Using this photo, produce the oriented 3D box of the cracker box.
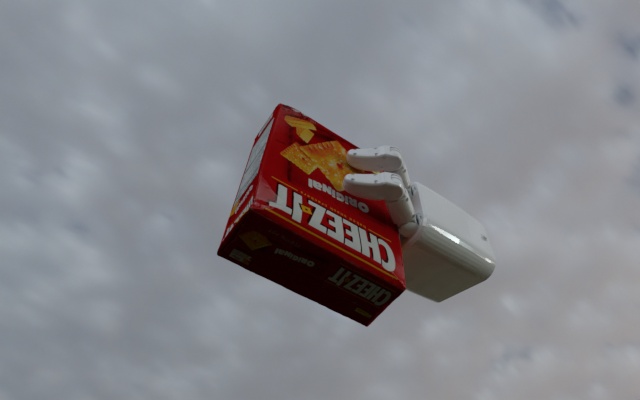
[{"bbox_3d":[0.000,0.002,0.503,0.164,0.072,0.213,28,32,-16],"label":"cracker box"}]
